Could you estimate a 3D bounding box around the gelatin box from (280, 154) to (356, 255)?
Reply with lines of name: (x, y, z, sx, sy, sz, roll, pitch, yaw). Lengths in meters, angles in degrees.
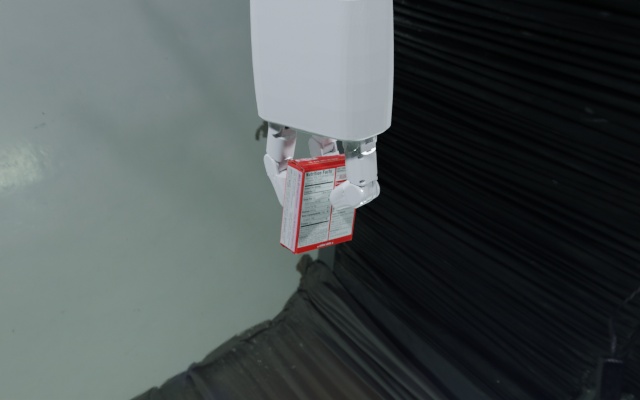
gelatin box: (0.000, 0.002, 0.466, 0.073, 0.089, 0.030, -11, 27, -38)
